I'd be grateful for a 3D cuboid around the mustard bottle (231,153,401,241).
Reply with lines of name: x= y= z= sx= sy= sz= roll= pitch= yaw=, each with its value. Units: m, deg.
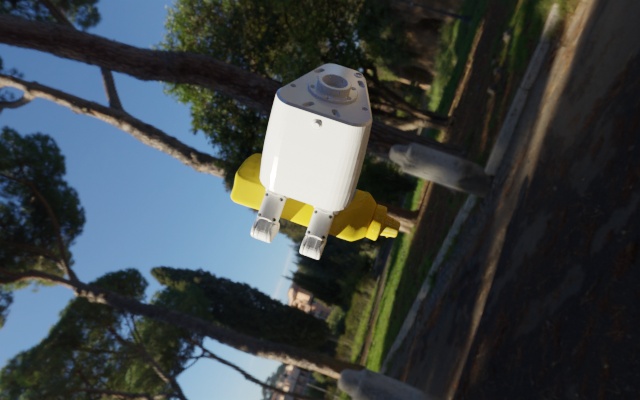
mustard bottle: x=0.000 y=0.002 z=0.558 sx=0.191 sy=0.058 sz=0.096 roll=19 pitch=17 yaw=4
